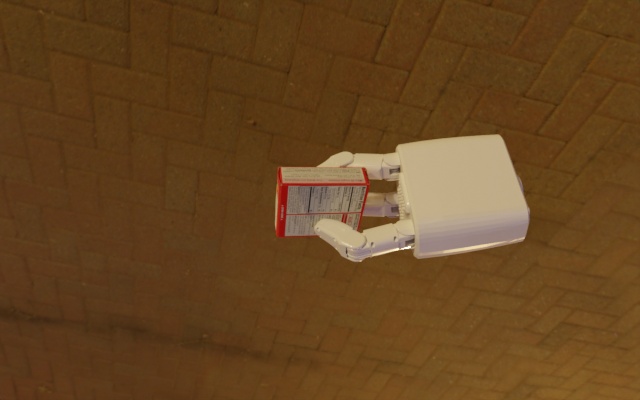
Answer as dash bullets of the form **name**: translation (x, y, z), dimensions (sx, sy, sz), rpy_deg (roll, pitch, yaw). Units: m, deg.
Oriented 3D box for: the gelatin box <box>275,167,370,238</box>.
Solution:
- **gelatin box**: translation (0.000, 0.002, 0.481), dimensions (0.089, 0.073, 0.030), rpy_deg (-1, 43, -10)
